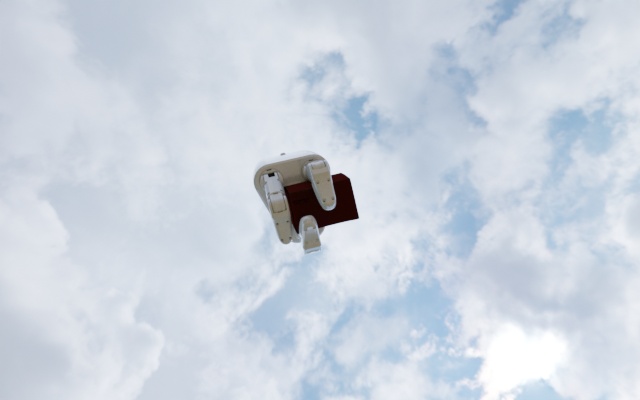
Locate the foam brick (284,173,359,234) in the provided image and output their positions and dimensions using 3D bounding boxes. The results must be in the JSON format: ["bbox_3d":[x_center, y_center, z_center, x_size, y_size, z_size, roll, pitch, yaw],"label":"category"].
[{"bbox_3d":[0.000,0.002,0.582,0.078,0.053,0.051,-13,13,-7],"label":"foam brick"}]
